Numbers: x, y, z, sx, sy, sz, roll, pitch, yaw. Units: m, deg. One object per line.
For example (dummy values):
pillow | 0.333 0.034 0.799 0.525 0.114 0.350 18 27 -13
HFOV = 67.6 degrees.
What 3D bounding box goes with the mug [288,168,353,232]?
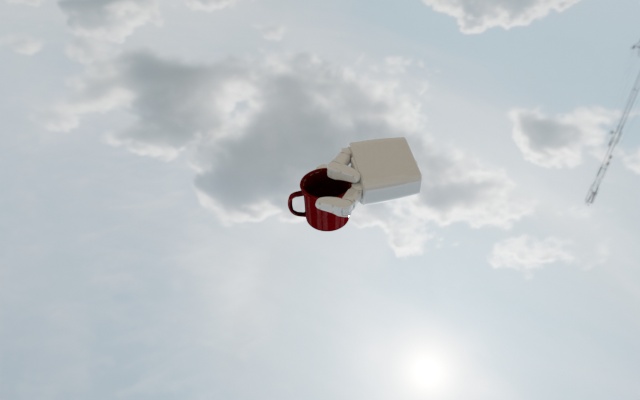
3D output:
mug | -0.001 0.003 0.849 0.117 0.082 0.093 -9 39 -8
